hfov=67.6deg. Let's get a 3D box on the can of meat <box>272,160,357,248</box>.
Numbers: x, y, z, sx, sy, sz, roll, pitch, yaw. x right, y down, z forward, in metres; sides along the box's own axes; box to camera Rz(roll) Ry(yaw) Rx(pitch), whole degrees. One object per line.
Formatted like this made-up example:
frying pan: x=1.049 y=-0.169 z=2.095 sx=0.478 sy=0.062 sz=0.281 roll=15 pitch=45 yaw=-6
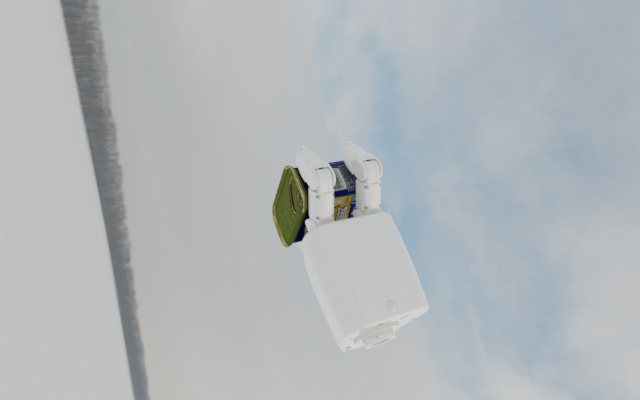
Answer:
can of meat: x=0.000 y=0.002 z=0.532 sx=0.084 sy=0.057 sz=0.102 roll=-10 pitch=-31 yaw=-24
